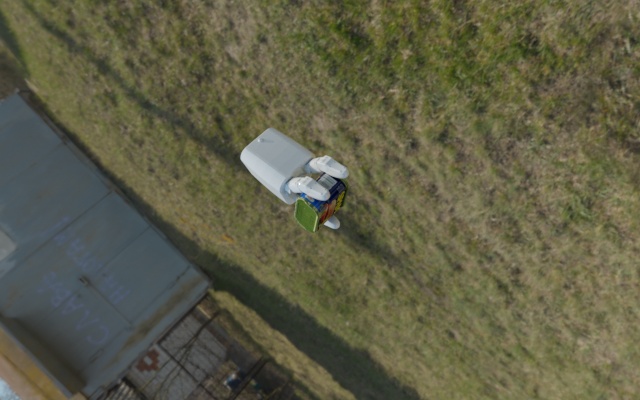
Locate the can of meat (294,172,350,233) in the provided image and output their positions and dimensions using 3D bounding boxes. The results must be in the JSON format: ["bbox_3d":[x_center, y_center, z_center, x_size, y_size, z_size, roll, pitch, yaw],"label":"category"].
[{"bbox_3d":[0.000,0.003,0.859,0.057,0.084,0.102,39,-26,14],"label":"can of meat"}]
